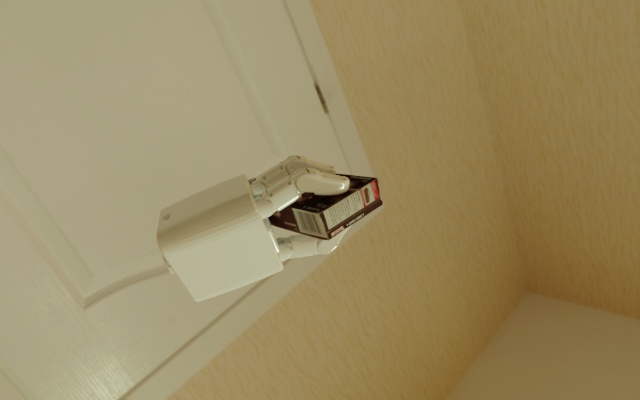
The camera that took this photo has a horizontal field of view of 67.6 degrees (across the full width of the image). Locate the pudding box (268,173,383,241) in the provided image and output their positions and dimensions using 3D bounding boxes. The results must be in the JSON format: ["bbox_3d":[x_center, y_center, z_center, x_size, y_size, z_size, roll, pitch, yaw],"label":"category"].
[{"bbox_3d":[0.000,0.002,0.549,0.090,0.039,0.113,-32,28,-32],"label":"pudding box"}]
